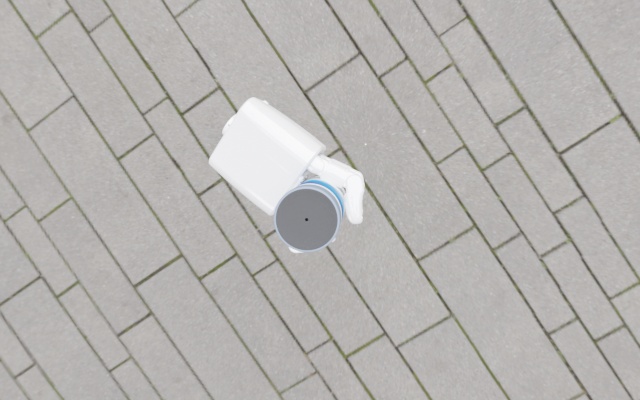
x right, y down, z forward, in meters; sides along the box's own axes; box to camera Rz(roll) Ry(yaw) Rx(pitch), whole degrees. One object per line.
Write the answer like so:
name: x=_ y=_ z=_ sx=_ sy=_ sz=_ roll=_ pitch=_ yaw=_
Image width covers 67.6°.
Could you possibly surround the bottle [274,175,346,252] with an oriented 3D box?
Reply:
bottle: x=0.000 y=0.002 z=0.616 sx=0.069 sy=0.069 sz=0.295 roll=0 pitch=7 yaw=5
